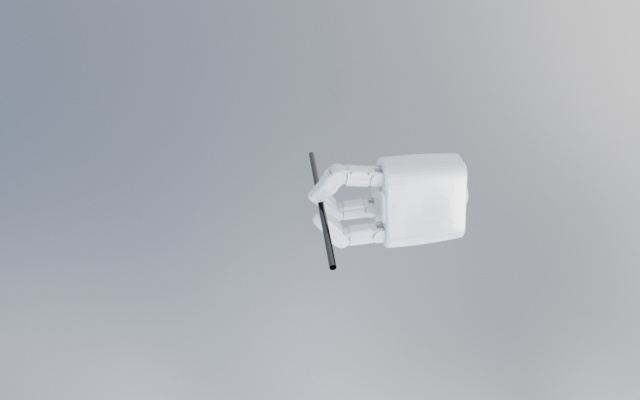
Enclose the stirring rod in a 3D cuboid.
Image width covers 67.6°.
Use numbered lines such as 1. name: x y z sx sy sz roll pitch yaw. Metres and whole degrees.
1. stirring rod: 0.000 0.002 0.614 0.011 0.011 0.239 0 36 -8
